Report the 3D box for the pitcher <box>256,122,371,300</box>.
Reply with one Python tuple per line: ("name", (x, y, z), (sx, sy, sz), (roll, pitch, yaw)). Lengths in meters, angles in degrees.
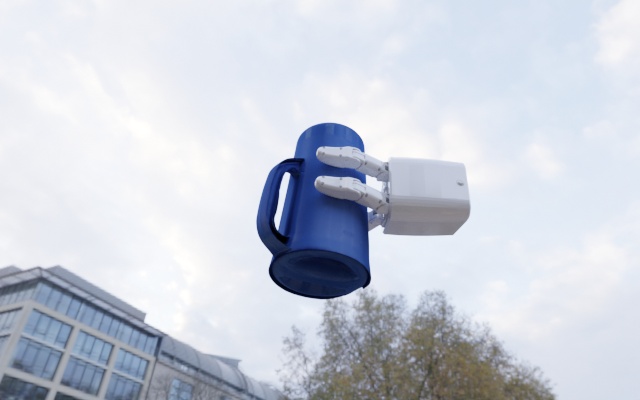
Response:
("pitcher", (0.000, 0.002, 0.674), (0.145, 0.242, 0.149), (2, -37, 4))
